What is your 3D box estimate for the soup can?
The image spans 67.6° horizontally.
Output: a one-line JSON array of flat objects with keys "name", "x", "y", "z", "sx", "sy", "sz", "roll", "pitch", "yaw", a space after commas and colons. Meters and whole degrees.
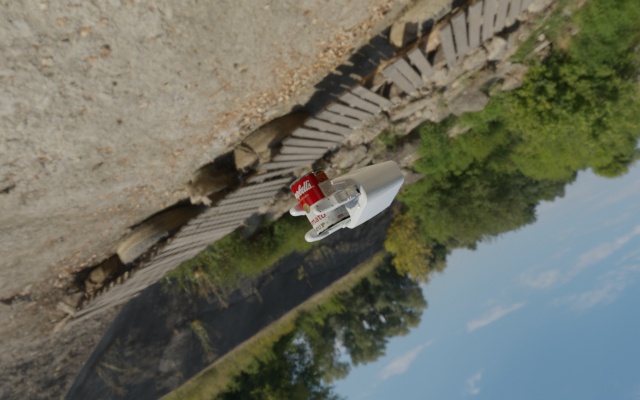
[{"name": "soup can", "x": 0.000, "y": 0.003, "z": 0.842, "sx": 0.068, "sy": 0.102, "sz": 0.068, "roll": -30, "pitch": -7, "yaw": -4}]
